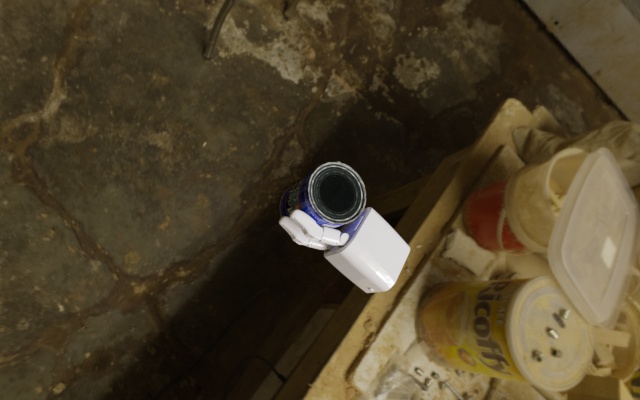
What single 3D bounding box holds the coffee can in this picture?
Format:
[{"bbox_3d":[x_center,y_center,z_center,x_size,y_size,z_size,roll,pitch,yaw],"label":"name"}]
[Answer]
[{"bbox_3d":[0.000,0.003,0.819,0.103,0.102,0.140,0,-12,-24],"label":"coffee can"}]
